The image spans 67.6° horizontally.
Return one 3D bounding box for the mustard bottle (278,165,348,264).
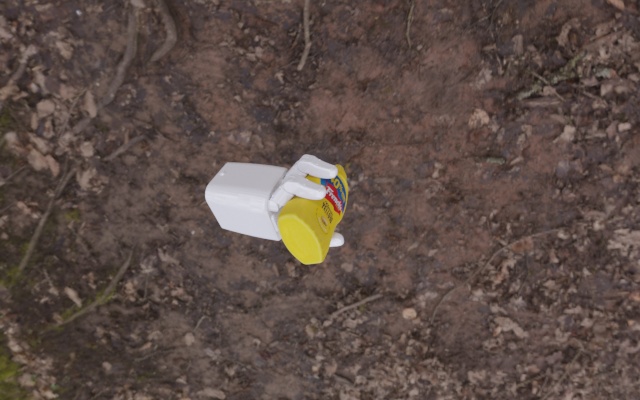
[{"bbox_3d":[0.000,0.003,0.745,0.058,0.096,0.191,-12,31,30],"label":"mustard bottle"}]
